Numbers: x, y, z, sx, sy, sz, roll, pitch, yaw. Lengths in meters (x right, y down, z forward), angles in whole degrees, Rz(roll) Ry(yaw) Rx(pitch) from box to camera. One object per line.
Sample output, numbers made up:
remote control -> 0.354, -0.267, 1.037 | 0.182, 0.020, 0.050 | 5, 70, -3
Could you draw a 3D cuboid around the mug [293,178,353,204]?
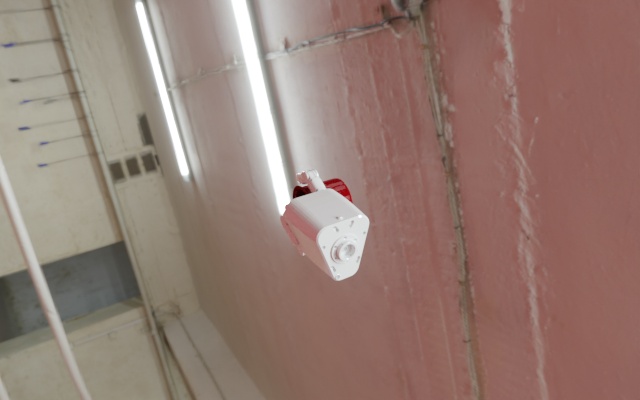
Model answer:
mug -> 0.000, 0.002, 0.870 | 0.081, 0.093, 0.117 | -17, 32, -23
